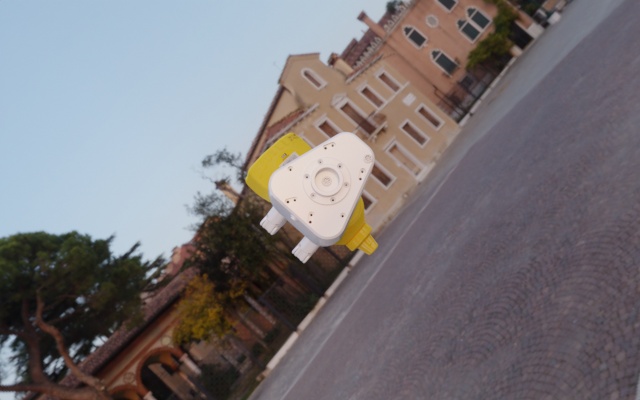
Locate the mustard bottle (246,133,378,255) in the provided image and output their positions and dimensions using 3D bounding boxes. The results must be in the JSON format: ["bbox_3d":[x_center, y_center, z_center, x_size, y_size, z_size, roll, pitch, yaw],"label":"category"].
[{"bbox_3d":[0.000,0.002,0.637,0.096,0.191,0.058,-46,-4,-31],"label":"mustard bottle"}]
